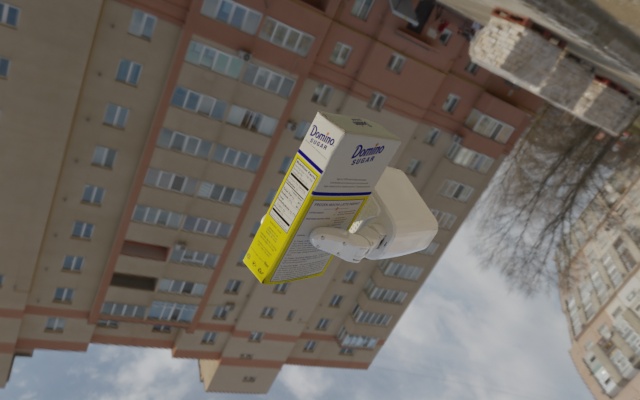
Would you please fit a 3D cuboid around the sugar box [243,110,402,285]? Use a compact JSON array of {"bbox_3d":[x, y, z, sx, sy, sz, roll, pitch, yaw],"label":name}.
[{"bbox_3d":[0.000,0.001,0.472,0.093,0.176,0.048,-1,35,-50],"label":"sugar box"}]
